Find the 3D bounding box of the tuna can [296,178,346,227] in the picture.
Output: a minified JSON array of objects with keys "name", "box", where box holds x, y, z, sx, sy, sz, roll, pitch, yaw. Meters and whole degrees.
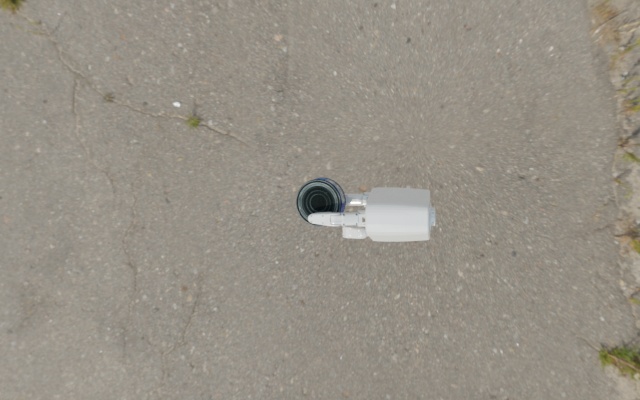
[{"name":"tuna can","box":[0.000,0.003,0.853,0.086,0.086,0.033,0,7,17]}]
